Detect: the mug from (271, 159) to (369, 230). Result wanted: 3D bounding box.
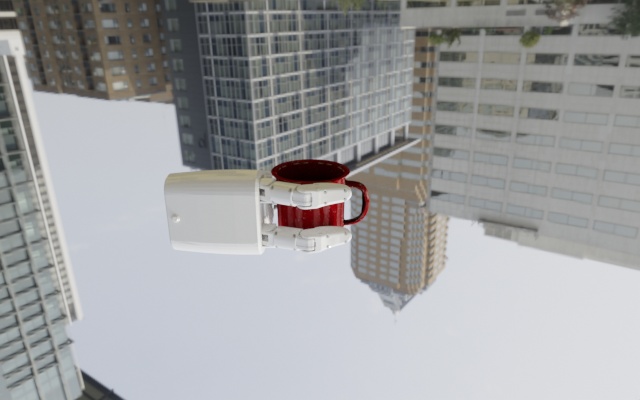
[{"bbox_3d":[0.002,0.002,0.576,0.117,0.081,0.093,2,21,4],"label":"mug"}]
